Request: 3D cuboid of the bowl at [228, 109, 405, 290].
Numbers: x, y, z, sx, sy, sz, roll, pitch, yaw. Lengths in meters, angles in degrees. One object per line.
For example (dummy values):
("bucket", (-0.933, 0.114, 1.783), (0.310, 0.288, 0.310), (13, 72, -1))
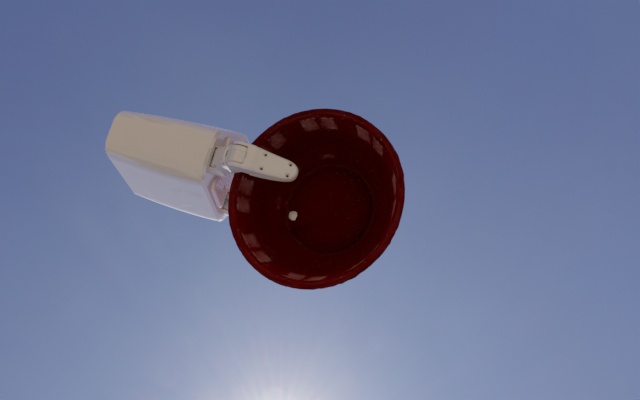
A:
("bowl", (0.001, 0.002, 0.434), (0.162, 0.162, 0.055), (0, -15, 19))
